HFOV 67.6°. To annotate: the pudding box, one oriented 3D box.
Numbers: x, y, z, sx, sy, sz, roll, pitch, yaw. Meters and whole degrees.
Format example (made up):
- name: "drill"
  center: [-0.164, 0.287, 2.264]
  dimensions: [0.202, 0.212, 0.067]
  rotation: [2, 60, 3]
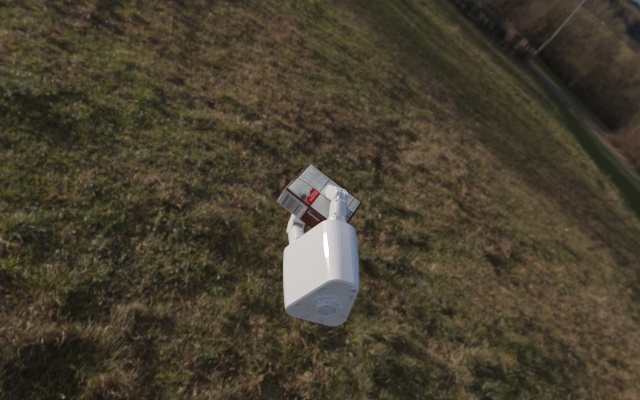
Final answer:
- name: "pudding box"
  center: [0.000, 0.002, 0.766]
  dimensions: [0.039, 0.113, 0.090]
  rotation: [-52, -1, 40]
